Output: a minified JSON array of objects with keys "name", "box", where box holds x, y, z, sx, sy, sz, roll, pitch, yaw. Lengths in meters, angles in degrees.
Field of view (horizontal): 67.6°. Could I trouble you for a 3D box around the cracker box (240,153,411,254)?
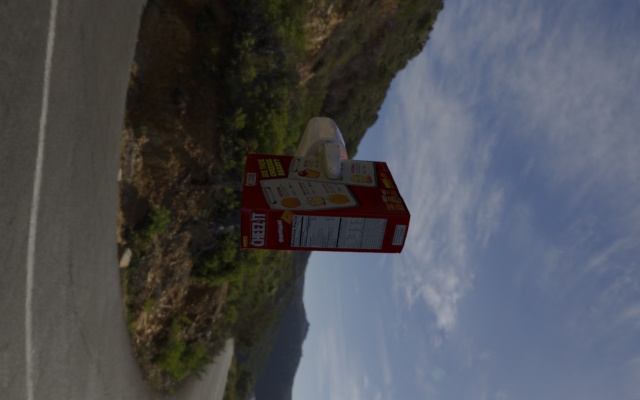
[{"name":"cracker box","box":[0.000,0.002,0.668,0.214,0.072,0.164,2,29,-7]}]
